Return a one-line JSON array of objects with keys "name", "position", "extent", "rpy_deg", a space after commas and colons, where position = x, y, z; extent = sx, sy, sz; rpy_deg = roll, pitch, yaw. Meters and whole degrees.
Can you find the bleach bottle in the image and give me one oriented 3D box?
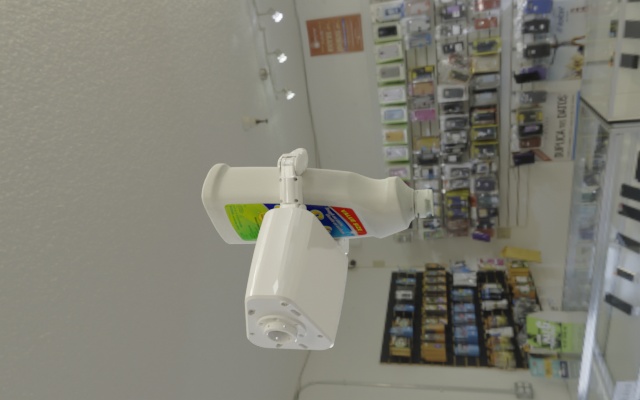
[{"name": "bleach bottle", "position": [0.000, 0.002, 0.548], "extent": [0.251, 0.068, 0.103], "rpy_deg": [-2, -45, 15]}]
